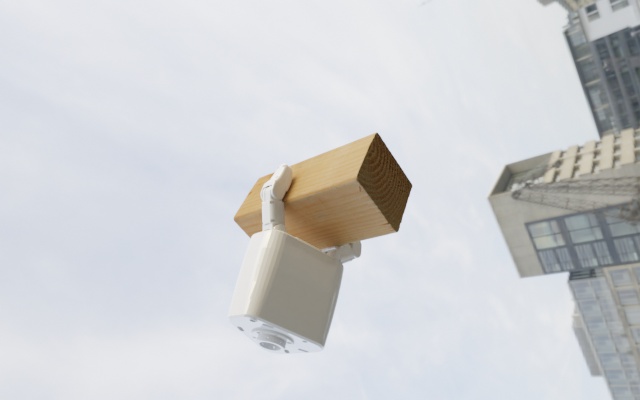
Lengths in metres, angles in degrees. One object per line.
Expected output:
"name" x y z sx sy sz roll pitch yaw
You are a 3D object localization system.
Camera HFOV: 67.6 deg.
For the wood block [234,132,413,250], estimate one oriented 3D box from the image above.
"wood block" 0.000 0.002 0.615 0.206 0.091 0.090 -17 33 38
